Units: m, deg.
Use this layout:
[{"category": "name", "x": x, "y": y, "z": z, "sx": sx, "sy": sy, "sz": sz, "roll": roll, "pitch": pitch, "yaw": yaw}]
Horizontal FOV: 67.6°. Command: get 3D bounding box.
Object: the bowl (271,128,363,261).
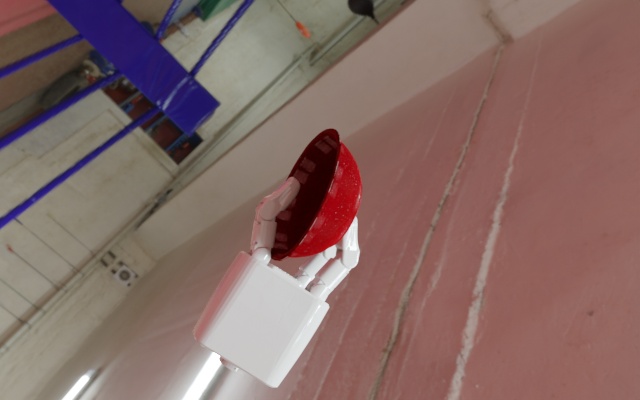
[{"category": "bowl", "x": 0.001, "y": 0.001, "z": 0.545, "sx": 0.055, "sy": 0.162, "sz": 0.162, "roll": 24, "pitch": -9, "yaw": -20}]
